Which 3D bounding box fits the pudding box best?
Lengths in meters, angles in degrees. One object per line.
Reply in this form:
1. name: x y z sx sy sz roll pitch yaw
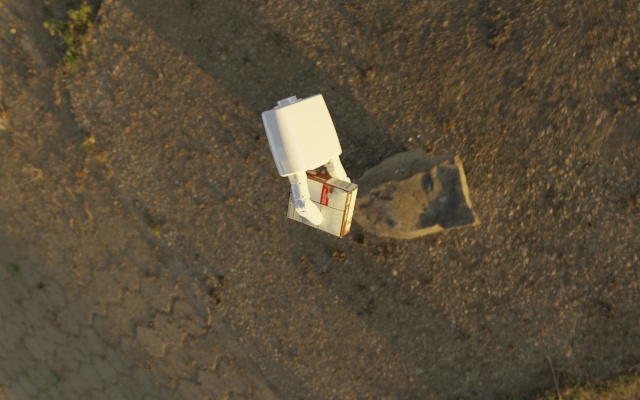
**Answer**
1. pudding box: 0.000 0.003 0.816 0.113 0.090 0.039 20 28 23
